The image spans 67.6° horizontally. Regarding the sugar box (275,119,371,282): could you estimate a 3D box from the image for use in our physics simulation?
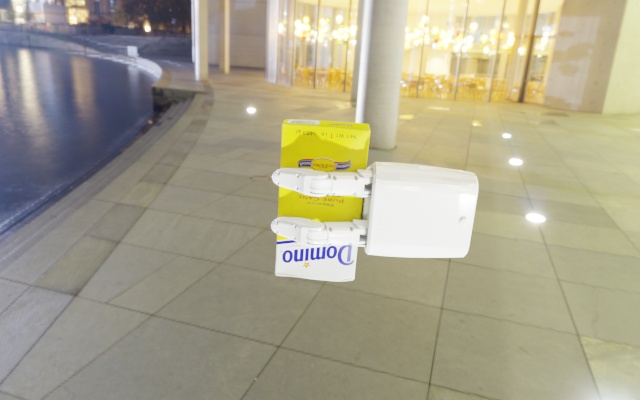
[{"bbox_3d":[0.000,0.002,0.528,0.093,0.176,0.048,4,17,2],"label":"sugar box"}]
